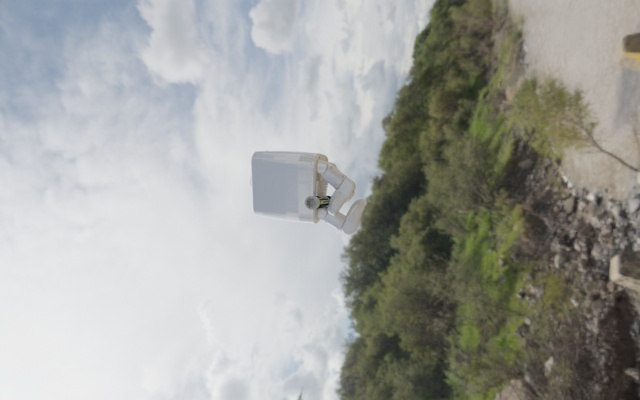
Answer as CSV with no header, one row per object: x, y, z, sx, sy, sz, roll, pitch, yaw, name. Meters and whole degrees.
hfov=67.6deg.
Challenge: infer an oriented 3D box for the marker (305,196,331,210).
0.000,0.002,0.706,0.020,0.020,0.121,0,1,13,marker
